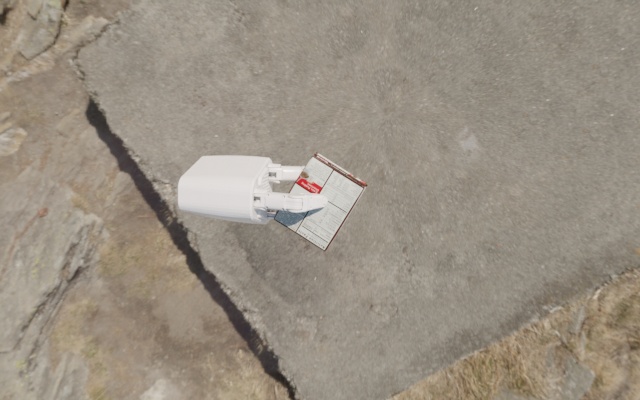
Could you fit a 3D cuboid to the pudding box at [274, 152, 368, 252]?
[{"bbox_3d":[0.000,0.002,0.676,0.090,0.113,0.039,32,14,2],"label":"pudding box"}]
